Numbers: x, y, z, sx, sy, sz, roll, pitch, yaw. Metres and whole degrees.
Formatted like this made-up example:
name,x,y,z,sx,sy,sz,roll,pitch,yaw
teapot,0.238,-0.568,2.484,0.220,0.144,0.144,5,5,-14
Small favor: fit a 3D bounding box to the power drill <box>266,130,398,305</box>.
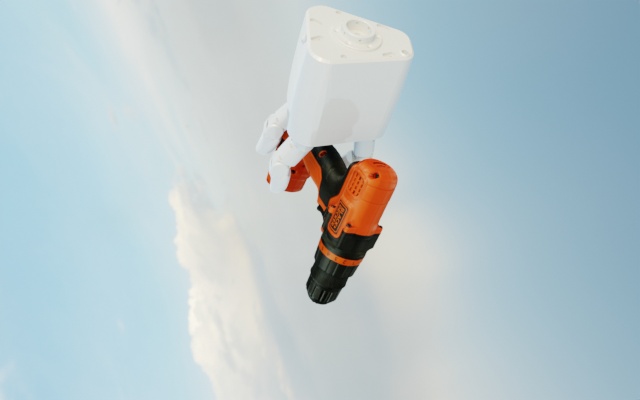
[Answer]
name,x,y,z,sx,sy,sz,roll,pitch,yaw
power drill,0.000,0.001,0.561,0.057,0.184,0.187,4,32,-36
